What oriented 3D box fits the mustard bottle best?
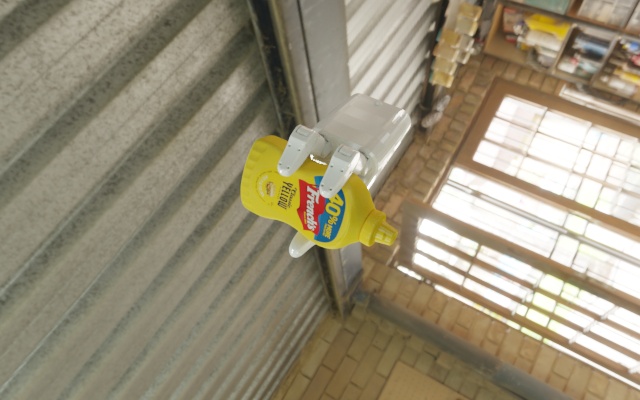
[{"bbox_3d":[0.000,0.002,0.553,0.191,0.096,0.058,26,25,19],"label":"mustard bottle"}]
